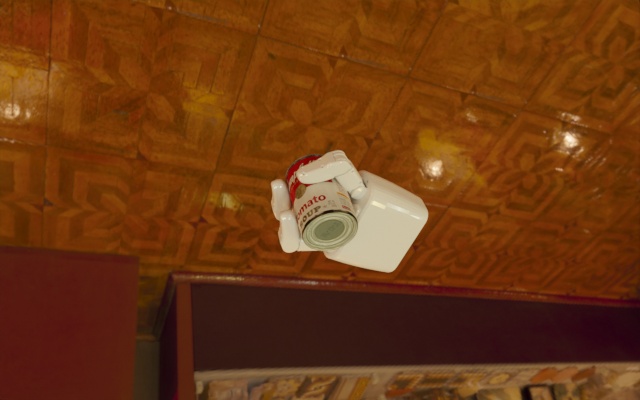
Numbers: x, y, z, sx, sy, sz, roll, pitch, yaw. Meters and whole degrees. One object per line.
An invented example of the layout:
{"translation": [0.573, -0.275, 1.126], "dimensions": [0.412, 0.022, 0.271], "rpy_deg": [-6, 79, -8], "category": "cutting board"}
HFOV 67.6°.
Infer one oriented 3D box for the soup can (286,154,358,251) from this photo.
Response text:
{"translation": [0.000, 0.002, 0.574], "dimensions": [0.068, 0.069, 0.102], "rpy_deg": [0, 43, -18], "category": "soup can"}
